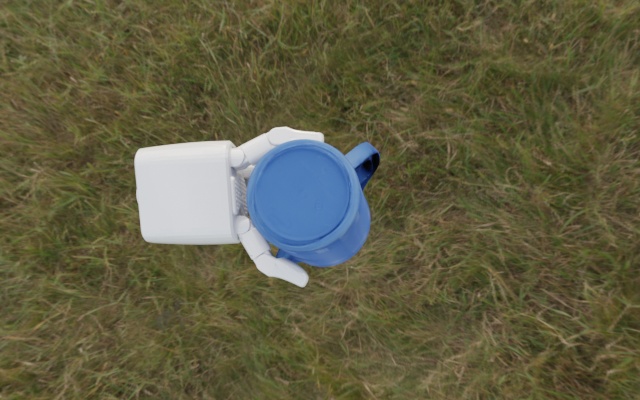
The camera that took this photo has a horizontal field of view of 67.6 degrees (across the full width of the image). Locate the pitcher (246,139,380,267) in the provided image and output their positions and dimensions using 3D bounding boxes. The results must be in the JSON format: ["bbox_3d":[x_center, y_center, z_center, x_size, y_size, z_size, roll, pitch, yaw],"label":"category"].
[{"bbox_3d":[0.000,0.002,0.555,0.145,0.149,0.243,-1,-8,4],"label":"pitcher"}]
